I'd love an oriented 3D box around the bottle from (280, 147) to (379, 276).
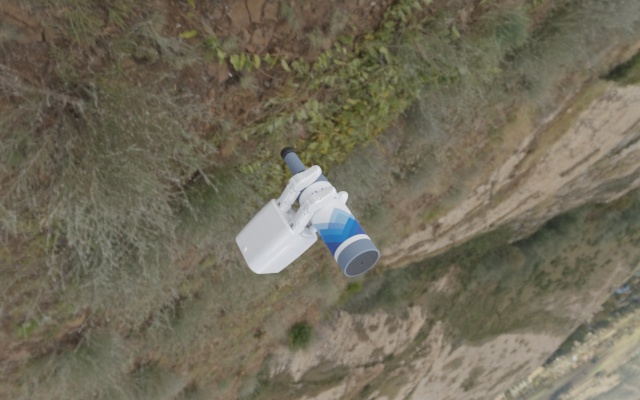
[{"bbox_3d":[0.000,0.003,0.859,0.069,0.069,0.295,0,42,-39],"label":"bottle"}]
